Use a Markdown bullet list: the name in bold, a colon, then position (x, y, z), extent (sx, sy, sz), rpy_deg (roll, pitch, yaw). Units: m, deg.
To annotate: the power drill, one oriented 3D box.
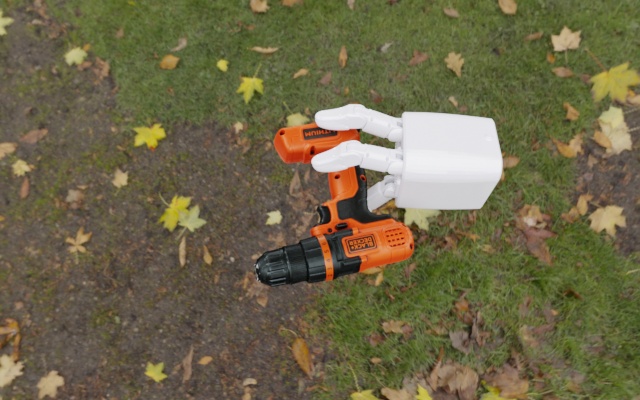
- **power drill**: position (0.000, 0.001, 0.565), extent (0.184, 0.187, 0.057), rpy_deg (-10, -20, -14)
